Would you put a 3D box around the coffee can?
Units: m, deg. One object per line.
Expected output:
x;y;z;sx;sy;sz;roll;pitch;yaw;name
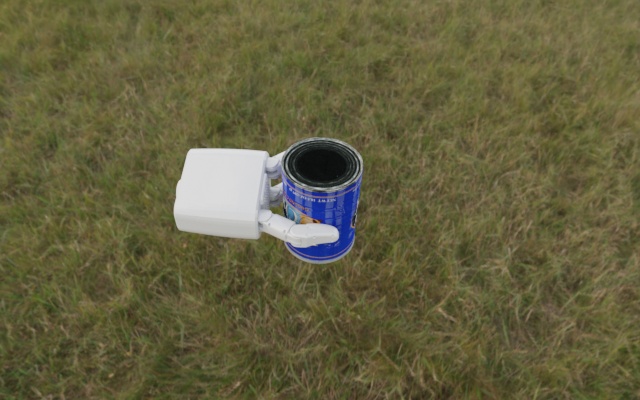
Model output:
0.000;0.002;0.640;0.103;0.102;0.140;1;-45;-1;coffee can
